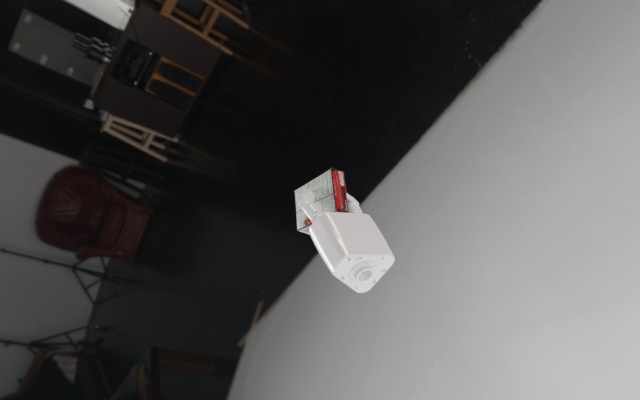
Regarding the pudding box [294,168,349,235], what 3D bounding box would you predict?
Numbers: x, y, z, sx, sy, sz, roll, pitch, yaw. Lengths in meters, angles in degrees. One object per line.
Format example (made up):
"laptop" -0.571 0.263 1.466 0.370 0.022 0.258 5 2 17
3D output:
"pudding box" 0.000 0.003 0.897 0.039 0.090 0.113 19 -34 -40
